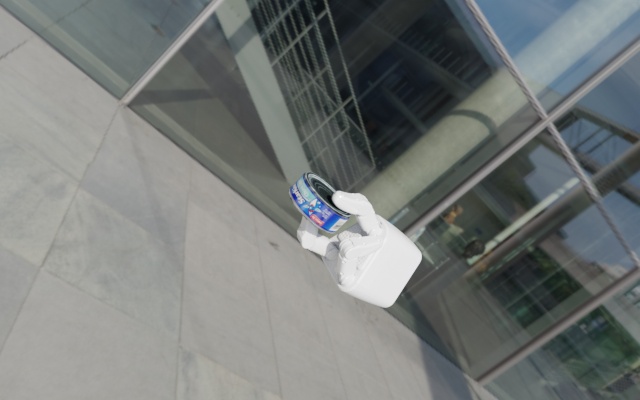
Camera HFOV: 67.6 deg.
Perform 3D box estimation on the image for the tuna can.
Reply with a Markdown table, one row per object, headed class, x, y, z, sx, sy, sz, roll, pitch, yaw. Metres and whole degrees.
| class | x | y | z | sx | sy | sz | roll | pitch | yaw |
| --- | --- | --- | --- | --- | --- | --- | --- | --- | --- |
| tuna can | 0.000 | 0.002 | 0.637 | 0.034 | 0.086 | 0.086 | -46 | -16 | 16 |
